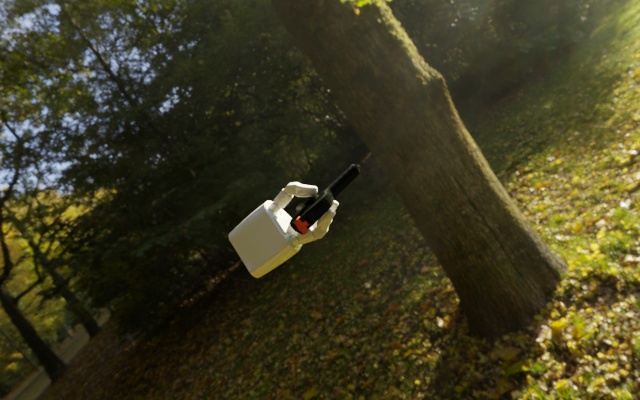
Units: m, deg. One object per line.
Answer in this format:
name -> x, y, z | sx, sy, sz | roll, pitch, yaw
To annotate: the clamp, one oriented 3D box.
clamp -> -0.001, 0.003, 0.891 | 0.164, 0.036, 0.210 | -39, 7, 17
